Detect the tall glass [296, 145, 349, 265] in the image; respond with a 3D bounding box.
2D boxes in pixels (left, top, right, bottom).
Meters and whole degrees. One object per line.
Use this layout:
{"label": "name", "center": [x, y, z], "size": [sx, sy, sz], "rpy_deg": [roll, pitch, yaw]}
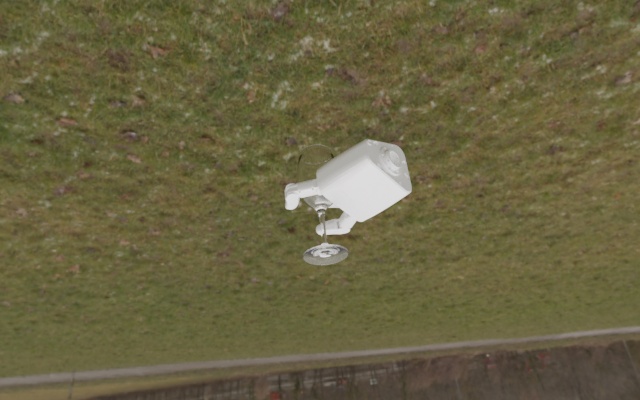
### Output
{"label": "tall glass", "center": [0.000, 0.003, 0.813], "size": [0.079, 0.201, 0.079], "rpy_deg": [-5, -30, -3]}
